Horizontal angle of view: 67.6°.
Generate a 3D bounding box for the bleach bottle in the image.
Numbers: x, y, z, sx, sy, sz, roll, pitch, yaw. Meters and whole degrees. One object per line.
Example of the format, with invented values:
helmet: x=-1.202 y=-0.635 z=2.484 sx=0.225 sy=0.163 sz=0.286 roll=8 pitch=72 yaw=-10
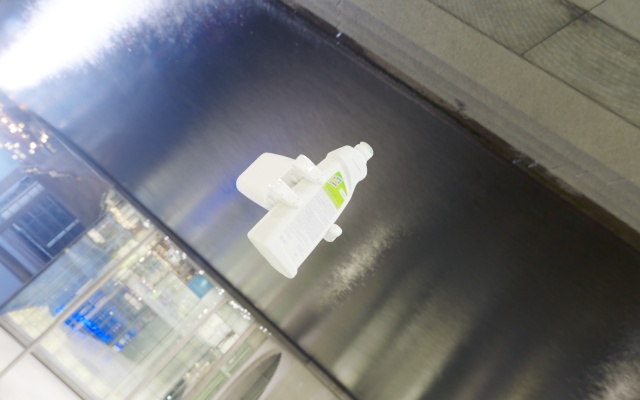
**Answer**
bleach bottle: x=0.000 y=0.003 z=0.789 sx=0.068 sy=0.250 sz=0.103 roll=24 pitch=-26 yaw=48
